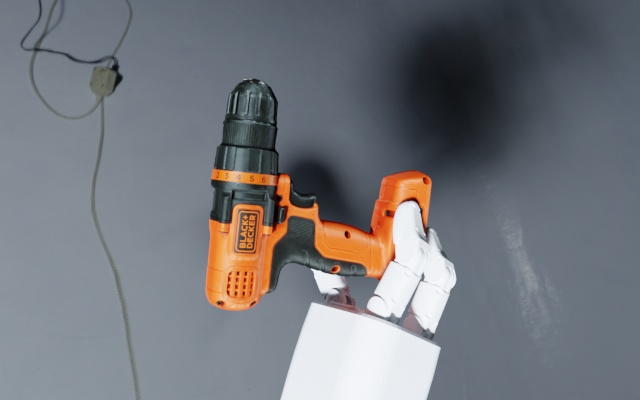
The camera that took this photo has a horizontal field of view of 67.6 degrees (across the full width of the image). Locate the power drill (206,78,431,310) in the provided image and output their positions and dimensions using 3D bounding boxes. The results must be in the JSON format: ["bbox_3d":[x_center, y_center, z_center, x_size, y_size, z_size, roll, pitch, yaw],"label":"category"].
[{"bbox_3d":[0.000,0.002,0.409,0.187,0.184,0.057,6,5,-20],"label":"power drill"}]
